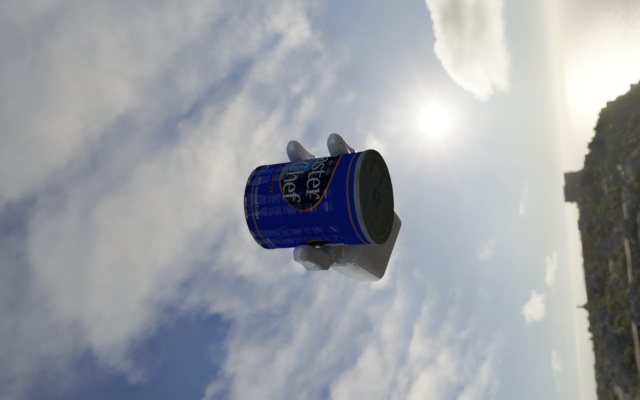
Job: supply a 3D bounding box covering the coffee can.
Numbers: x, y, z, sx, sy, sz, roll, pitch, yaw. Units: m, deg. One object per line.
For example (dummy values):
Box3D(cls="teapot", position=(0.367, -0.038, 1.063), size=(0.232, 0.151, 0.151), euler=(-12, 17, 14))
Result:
Box3D(cls="coffee can", position=(0.000, 0.002, 0.539), size=(0.140, 0.103, 0.103), euler=(-5, -3, 27))
